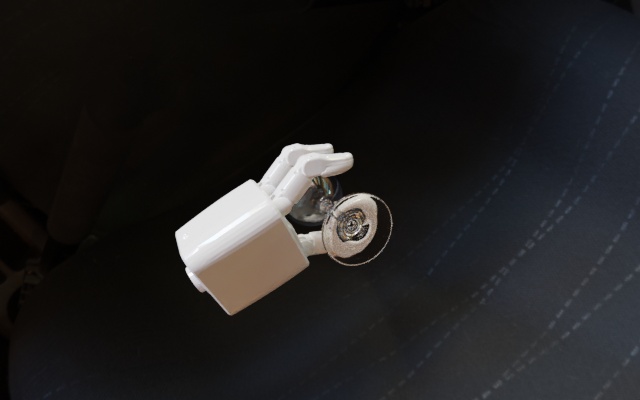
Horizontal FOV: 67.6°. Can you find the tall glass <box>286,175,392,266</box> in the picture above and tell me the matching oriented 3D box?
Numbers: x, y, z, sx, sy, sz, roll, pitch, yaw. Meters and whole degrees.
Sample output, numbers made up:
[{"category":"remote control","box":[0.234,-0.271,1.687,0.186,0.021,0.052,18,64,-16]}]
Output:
[{"category":"tall glass","box":[0.000,0.002,0.545,0.079,0.079,0.201,0,16,-22]}]
